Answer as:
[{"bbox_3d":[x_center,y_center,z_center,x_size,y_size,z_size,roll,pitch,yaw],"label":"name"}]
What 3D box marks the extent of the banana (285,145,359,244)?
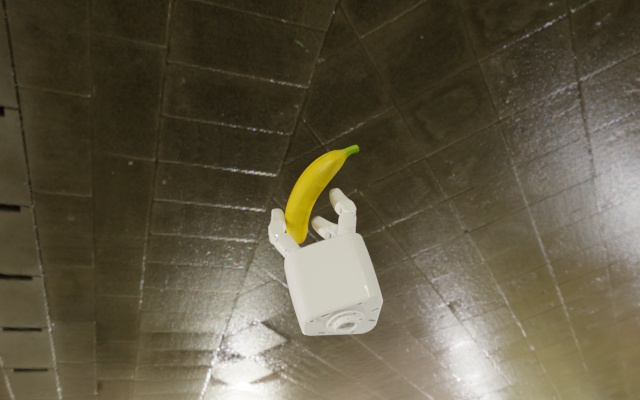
[{"bbox_3d":[-0.014,-0.003,0.701,0.069,0.198,0.037,9,40,-32],"label":"banana"}]
